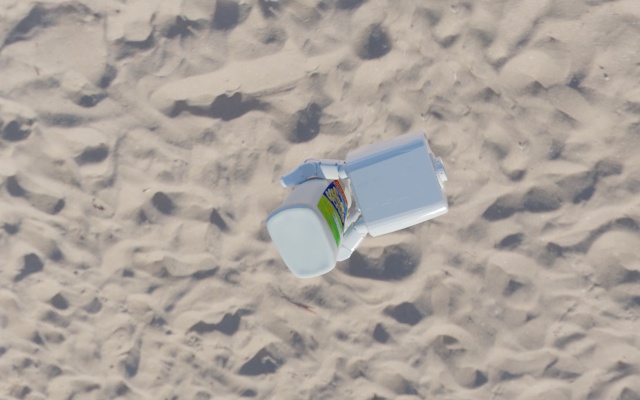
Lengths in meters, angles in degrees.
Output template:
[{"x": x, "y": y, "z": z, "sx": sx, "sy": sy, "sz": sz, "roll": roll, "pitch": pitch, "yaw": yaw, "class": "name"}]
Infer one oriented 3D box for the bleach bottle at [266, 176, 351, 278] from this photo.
[{"x": 0.000, "y": 0.002, "z": 0.678, "sx": 0.068, "sy": 0.102, "sz": 0.250, "roll": -18, "pitch": 19, "yaw": 19, "class": "bleach bottle"}]
